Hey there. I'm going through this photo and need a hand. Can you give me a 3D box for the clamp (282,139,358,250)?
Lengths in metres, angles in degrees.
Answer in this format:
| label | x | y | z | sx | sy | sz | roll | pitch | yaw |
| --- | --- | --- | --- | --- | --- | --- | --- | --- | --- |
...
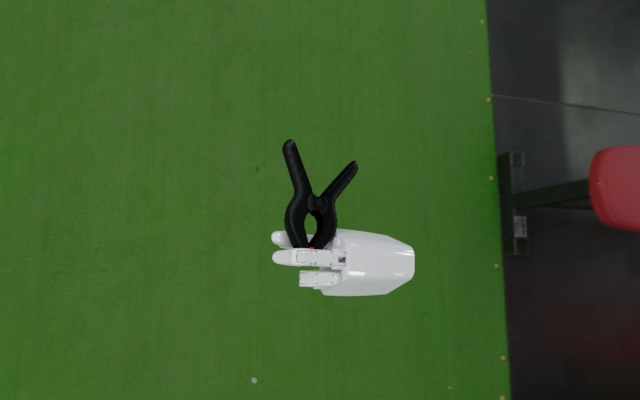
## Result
| label | x | y | z | sx | sy | sz | roll | pitch | yaw |
| --- | --- | --- | --- | --- | --- | --- | --- | --- | --- |
| clamp | 0.000 | 0.002 | 0.682 | 0.120 | 0.171 | 0.039 | 5 | -10 | -20 |
